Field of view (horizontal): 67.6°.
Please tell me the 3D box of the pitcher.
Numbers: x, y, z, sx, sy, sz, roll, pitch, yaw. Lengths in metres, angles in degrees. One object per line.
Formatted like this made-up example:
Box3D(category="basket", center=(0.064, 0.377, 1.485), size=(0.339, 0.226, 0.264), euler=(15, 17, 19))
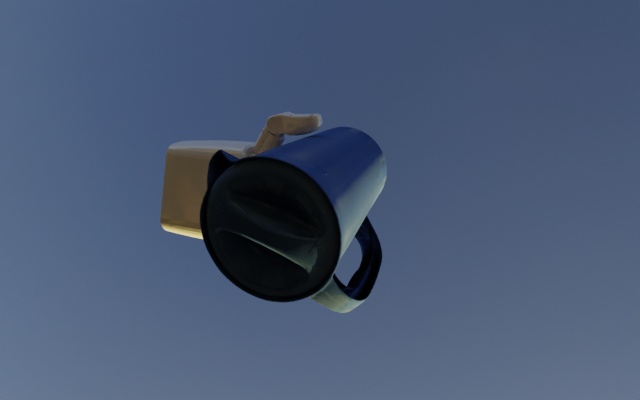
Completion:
Box3D(category="pitcher", center=(0.000, 0.002, 0.506), size=(0.145, 0.149, 0.242), euler=(6, 19, 20))
